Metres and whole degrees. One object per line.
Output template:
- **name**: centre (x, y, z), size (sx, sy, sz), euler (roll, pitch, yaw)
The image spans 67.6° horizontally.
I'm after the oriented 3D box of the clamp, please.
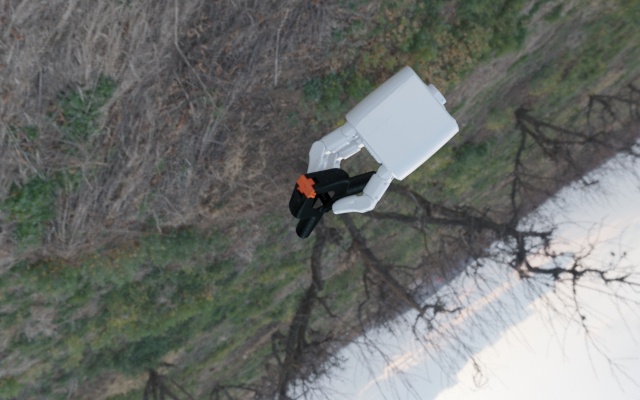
- **clamp**: centre (0.001, 0.003, 0.691), size (0.164, 0.036, 0.210), euler (-39, -15, 14)
